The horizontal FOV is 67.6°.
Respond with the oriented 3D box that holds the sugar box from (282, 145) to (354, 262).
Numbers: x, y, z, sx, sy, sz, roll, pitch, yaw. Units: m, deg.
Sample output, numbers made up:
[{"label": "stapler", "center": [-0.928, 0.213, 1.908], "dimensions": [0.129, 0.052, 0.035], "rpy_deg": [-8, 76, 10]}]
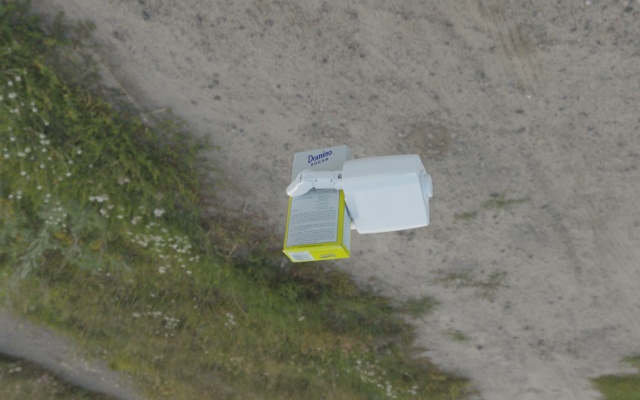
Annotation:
[{"label": "sugar box", "center": [0.000, 0.003, 0.727], "dimensions": [0.093, 0.176, 0.048], "rpy_deg": [-7, -34, 20]}]
